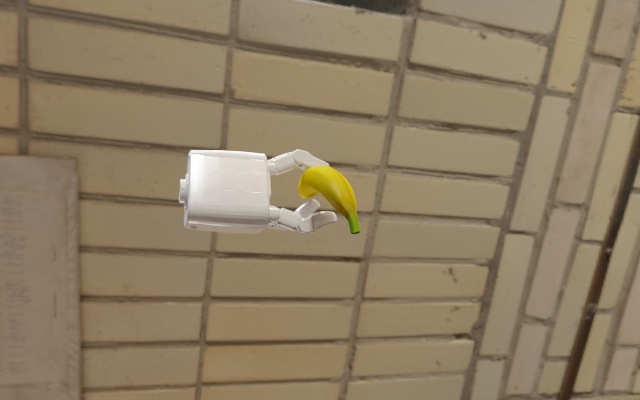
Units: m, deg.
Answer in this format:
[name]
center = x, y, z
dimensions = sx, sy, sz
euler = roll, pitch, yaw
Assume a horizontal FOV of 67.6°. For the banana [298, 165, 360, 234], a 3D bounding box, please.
[banana]
center = 0.003, -0.015, 0.656
dimensions = 0.037, 0.070, 0.197
euler = 1, 14, -20
